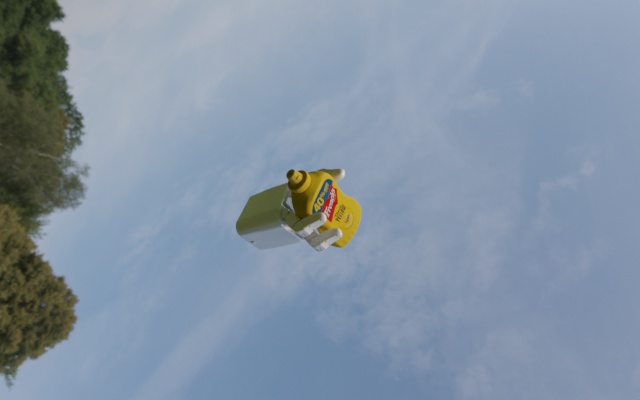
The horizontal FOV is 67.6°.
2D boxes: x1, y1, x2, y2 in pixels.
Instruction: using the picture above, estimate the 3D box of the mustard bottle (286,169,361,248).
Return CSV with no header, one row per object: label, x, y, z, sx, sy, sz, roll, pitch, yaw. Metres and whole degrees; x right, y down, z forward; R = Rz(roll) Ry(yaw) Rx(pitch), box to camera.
mustard bottle,0.001,0.003,0.858,0.058,0.096,0.192,10,-24,42
